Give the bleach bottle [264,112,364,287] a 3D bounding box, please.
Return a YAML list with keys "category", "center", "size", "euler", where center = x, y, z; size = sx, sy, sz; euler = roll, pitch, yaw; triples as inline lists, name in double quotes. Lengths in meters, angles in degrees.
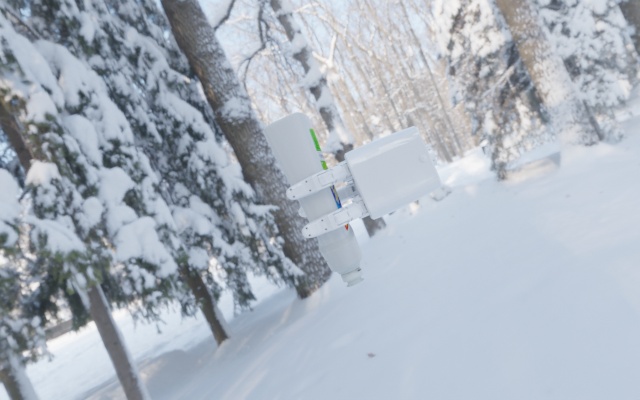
- category: "bleach bottle"
  center: [0.000, 0.002, 0.688]
  size: [0.068, 0.251, 0.102]
  euler: [-24, 0, 6]
